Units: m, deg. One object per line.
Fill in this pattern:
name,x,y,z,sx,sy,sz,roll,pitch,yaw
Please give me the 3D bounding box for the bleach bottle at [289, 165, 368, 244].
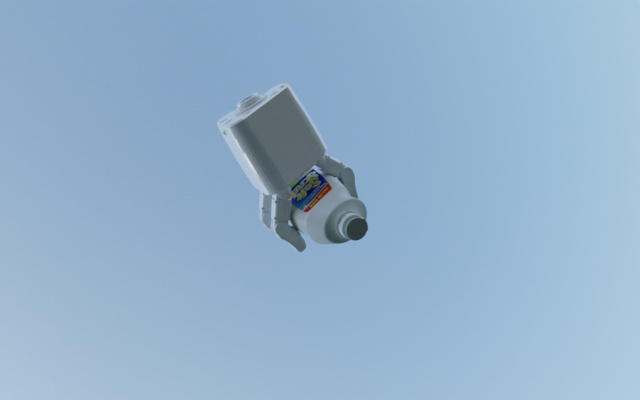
bleach bottle,0.000,0.002,0.665,0.102,0.068,0.250,-35,23,-13
